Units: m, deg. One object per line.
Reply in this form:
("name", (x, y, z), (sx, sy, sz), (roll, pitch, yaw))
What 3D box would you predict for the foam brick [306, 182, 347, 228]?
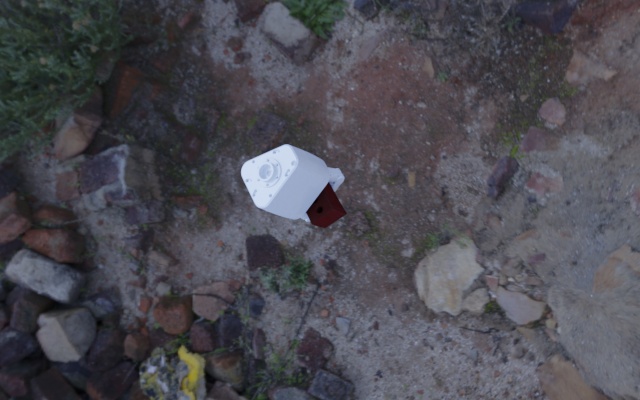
("foam brick", (0.000, 0.003, 0.866), (0.053, 0.078, 0.051), (-37, -25, 17))
